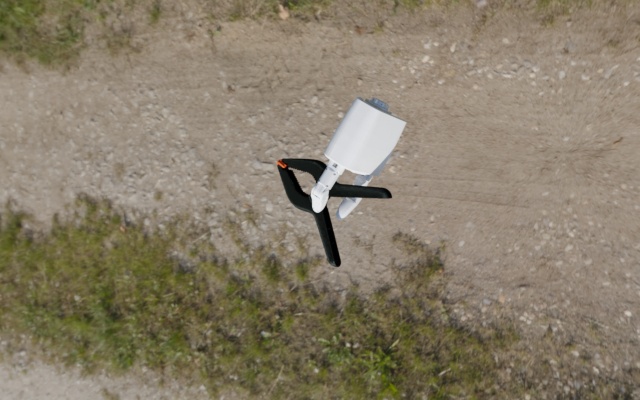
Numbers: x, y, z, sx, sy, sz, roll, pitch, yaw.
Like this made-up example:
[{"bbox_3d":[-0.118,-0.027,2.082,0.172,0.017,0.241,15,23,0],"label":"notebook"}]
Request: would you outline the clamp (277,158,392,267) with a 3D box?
[{"bbox_3d":[-0.001,0.002,0.830,0.210,0.164,0.036,35,16,20],"label":"clamp"}]
